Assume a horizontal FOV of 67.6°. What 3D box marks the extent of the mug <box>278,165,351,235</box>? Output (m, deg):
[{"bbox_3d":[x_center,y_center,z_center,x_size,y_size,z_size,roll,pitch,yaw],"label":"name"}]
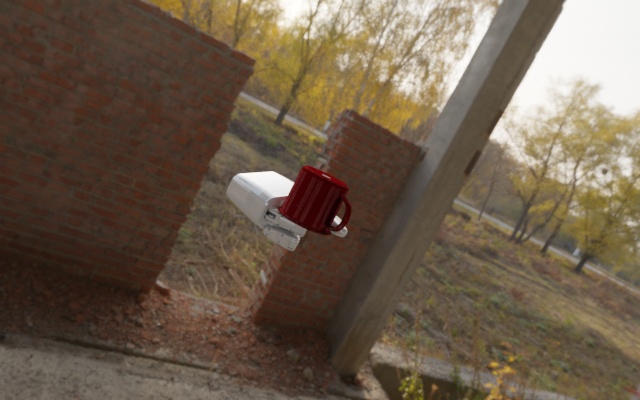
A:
[{"bbox_3d":[0.001,0.003,0.740,0.117,0.081,0.093,33,11,37],"label":"mug"}]
